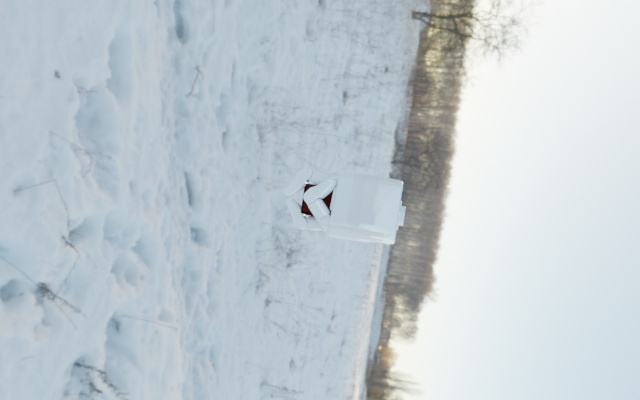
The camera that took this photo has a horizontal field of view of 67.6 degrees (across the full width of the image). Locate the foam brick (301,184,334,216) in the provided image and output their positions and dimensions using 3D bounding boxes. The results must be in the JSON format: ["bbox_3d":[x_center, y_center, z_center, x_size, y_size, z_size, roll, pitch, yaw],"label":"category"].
[{"bbox_3d":[0.000,0.003,0.832,0.051,0.053,0.078,8,-3,8],"label":"foam brick"}]
